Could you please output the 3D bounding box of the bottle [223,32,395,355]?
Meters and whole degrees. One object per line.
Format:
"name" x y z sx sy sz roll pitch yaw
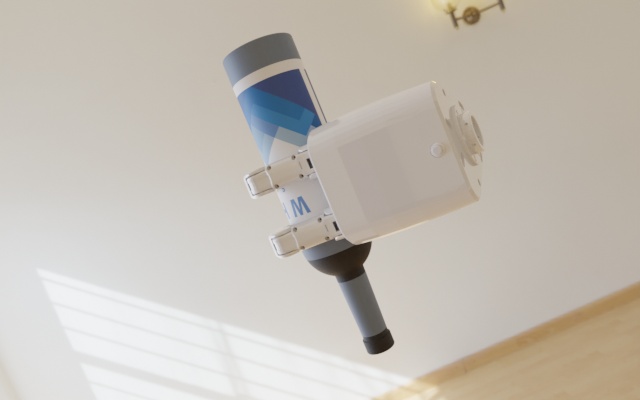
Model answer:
"bottle" 0.000 0.001 0.435 0.069 0.296 0.069 -23 4 2
